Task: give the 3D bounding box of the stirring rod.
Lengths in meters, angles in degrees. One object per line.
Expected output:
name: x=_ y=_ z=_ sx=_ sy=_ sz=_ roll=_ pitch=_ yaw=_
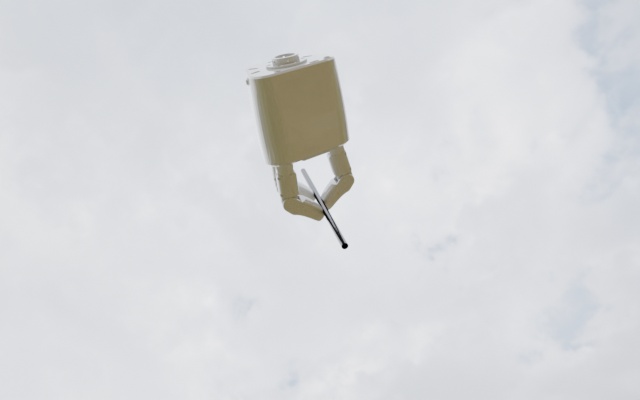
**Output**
stirring rod: x=0.000 y=0.002 z=0.630 sx=0.011 sy=0.011 sz=0.239 roll=0 pitch=24 yaw=-14
